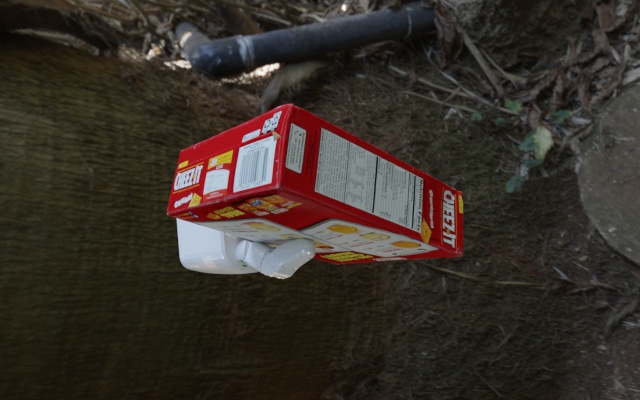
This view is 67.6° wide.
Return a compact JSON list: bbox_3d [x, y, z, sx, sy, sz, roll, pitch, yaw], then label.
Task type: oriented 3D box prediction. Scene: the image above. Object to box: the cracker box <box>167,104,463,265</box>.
[{"bbox_3d":[0.000,0.002,0.430,0.214,0.072,0.164,20,-21,-38],"label":"cracker box"}]
